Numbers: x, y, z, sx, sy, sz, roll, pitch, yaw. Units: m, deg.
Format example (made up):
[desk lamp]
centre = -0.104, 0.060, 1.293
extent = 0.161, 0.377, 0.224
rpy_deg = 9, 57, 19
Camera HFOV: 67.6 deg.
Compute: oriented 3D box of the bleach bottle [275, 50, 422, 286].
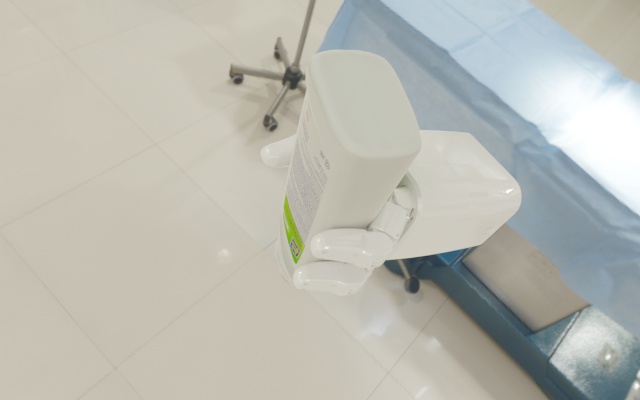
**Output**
[bleach bottle]
centre = 0.000, 0.001, 0.415
extent = 0.068, 0.102, 0.251
rpy_deg = -4, -32, -20
